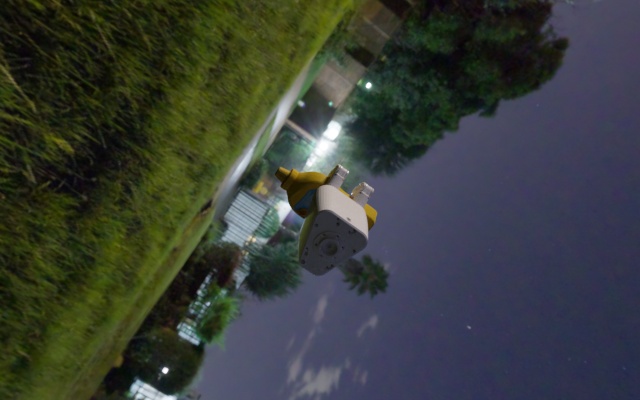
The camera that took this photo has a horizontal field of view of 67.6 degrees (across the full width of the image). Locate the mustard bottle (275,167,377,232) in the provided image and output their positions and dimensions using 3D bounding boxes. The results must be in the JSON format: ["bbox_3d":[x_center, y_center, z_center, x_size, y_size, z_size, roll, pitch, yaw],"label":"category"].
[{"bbox_3d":[0.000,0.003,0.857,0.191,0.058,0.096,35,-48,-11],"label":"mustard bottle"}]
